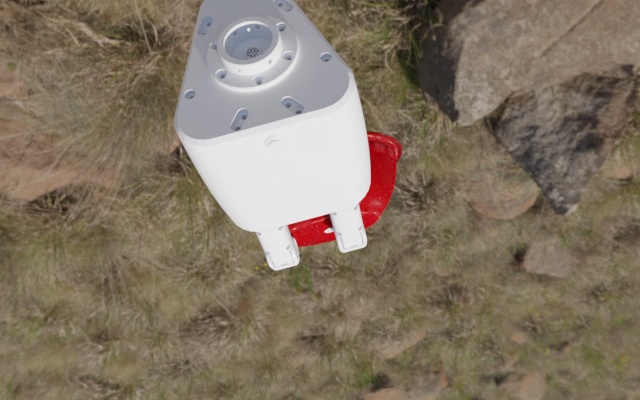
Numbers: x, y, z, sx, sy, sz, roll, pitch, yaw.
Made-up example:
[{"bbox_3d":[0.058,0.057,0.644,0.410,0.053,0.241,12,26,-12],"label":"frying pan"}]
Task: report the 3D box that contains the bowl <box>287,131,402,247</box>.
[{"bbox_3d":[0.001,0.002,0.417,0.162,0.055,0.162,-14,-16,-4],"label":"bowl"}]
